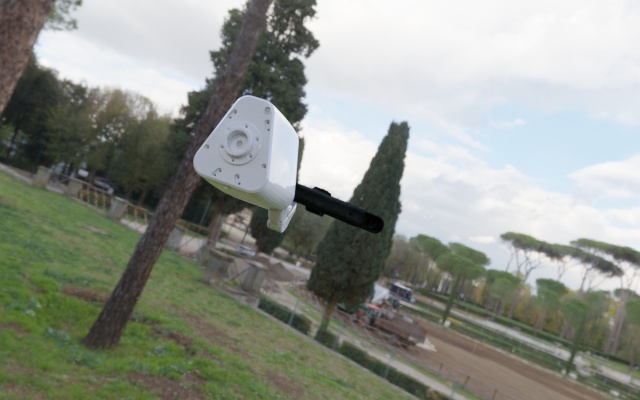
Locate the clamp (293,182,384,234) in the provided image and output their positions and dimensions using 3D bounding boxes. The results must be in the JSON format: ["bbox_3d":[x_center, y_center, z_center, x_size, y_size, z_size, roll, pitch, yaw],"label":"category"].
[{"bbox_3d":[0.000,0.001,0.637,0.171,0.039,0.120,20,-7,13],"label":"clamp"}]
